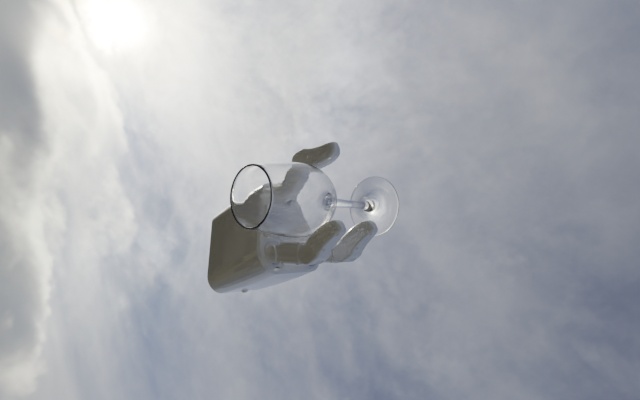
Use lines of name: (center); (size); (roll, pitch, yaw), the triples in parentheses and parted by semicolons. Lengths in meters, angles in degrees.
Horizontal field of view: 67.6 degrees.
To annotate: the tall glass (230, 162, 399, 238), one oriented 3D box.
tall glass: (0.001, 0.002, 0.520); (0.079, 0.079, 0.201); (0, -3, 41)
